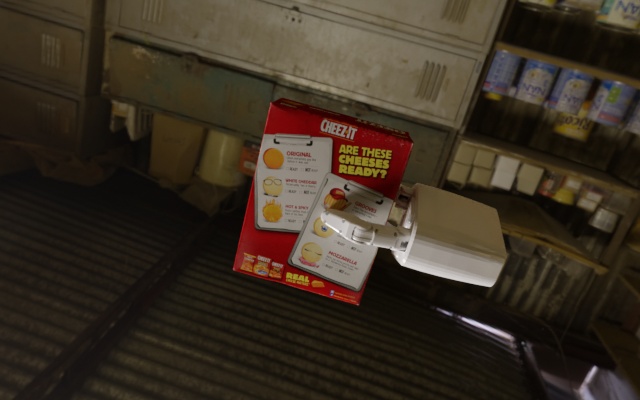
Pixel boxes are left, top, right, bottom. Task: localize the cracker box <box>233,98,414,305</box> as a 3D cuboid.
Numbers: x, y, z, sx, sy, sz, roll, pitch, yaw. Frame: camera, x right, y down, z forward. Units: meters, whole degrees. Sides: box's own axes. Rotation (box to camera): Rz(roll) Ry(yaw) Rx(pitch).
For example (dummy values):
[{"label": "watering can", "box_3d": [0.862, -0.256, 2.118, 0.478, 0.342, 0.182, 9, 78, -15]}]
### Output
[{"label": "cracker box", "box_3d": [0.000, 0.002, 0.578, 0.164, 0.214, 0.072, 16, 19, 0]}]
